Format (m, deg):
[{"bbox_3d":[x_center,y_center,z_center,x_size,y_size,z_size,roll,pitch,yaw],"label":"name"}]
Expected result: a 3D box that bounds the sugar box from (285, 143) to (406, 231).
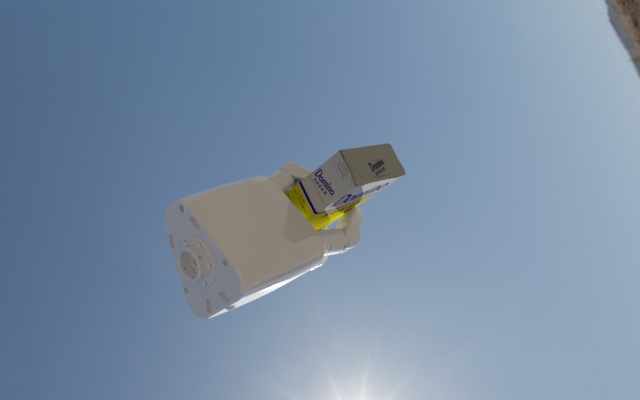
[{"bbox_3d":[0.000,0.002,0.531,0.093,0.048,0.176,-14,-14,-48],"label":"sugar box"}]
